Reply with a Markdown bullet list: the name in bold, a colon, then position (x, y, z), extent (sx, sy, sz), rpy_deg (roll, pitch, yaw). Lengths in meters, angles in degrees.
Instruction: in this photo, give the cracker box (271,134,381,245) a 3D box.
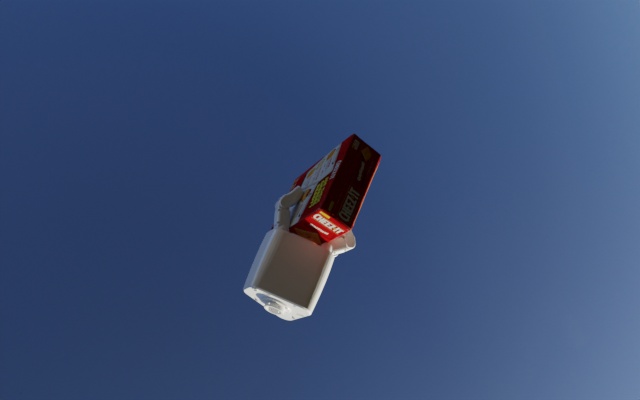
- **cracker box**: position (0.000, 0.003, 0.838), extent (0.072, 0.164, 0.214), rpy_deg (35, -33, -16)
